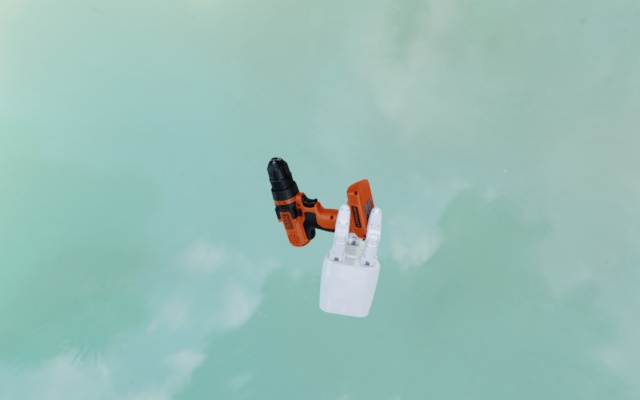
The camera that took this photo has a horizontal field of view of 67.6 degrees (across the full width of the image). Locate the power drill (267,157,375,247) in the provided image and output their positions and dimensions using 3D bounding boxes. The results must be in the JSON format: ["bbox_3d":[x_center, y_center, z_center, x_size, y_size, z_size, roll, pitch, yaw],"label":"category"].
[{"bbox_3d":[0.001,0.003,0.864,0.187,0.184,0.057,0,31,30],"label":"power drill"}]
